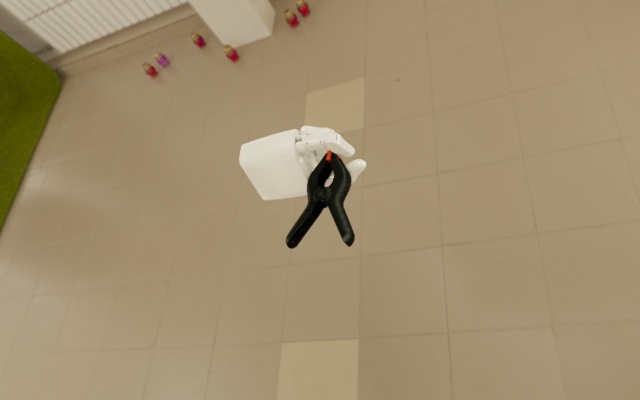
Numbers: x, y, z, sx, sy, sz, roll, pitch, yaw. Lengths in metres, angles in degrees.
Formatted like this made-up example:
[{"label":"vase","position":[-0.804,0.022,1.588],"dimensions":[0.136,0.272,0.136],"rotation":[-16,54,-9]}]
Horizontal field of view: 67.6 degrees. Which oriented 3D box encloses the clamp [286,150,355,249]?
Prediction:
[{"label":"clamp","position":[0.000,0.002,0.763],"dimensions":[0.120,0.171,0.039],"rotation":[-11,-33,23]}]
